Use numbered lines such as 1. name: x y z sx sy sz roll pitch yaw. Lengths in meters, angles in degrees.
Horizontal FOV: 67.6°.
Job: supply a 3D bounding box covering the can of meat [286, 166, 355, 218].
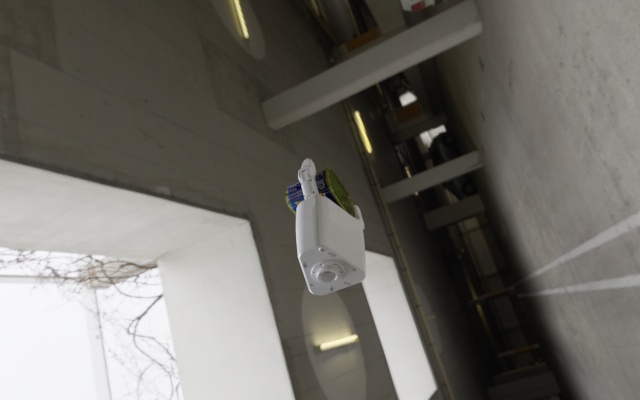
1. can of meat: 0.000 0.003 0.819 0.084 0.057 0.102 -23 -50 17
